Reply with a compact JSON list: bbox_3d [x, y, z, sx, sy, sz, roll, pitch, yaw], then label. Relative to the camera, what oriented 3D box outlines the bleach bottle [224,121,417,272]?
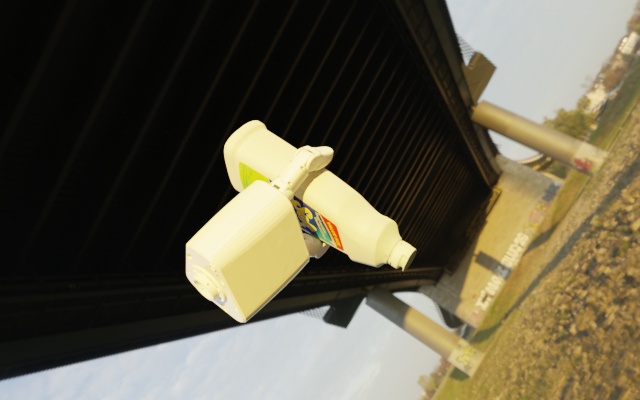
[{"bbox_3d":[0.000,0.002,0.570,0.250,0.103,0.068,31,58,23],"label":"bleach bottle"}]
